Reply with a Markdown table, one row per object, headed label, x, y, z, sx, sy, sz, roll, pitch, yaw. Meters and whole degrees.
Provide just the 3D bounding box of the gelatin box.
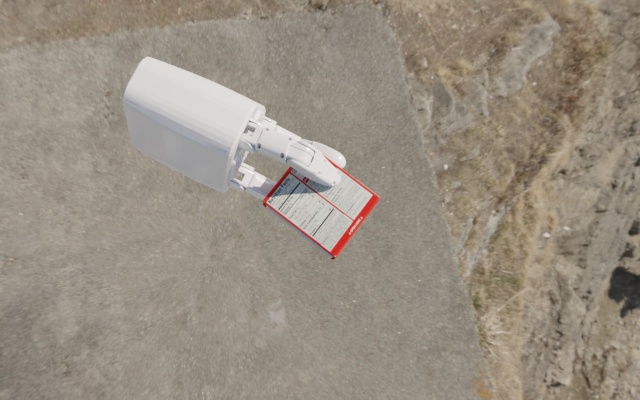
| label | x | y | z | sx | sy | sz | roll | pitch | yaw |
| --- | --- | --- | --- | --- | --- | --- | --- | --- | --- |
| gelatin box | 0.000 | 0.002 | 0.462 | 0.089 | 0.073 | 0.030 | 37 | -11 | 2 |
